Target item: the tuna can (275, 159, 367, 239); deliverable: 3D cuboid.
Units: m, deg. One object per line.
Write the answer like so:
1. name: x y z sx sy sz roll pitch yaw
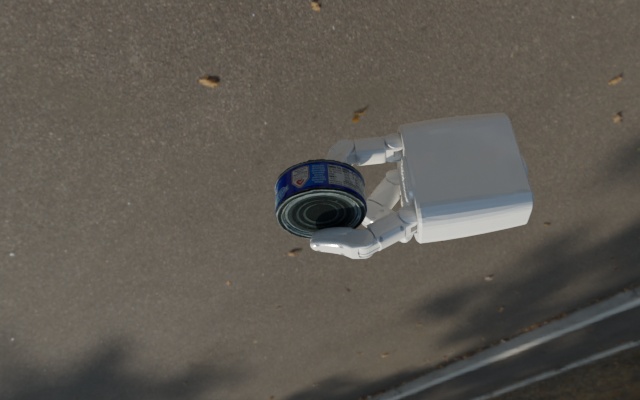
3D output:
1. tuna can: 0.000 0.002 0.445 0.086 0.033 0.086 -2 -35 -2
